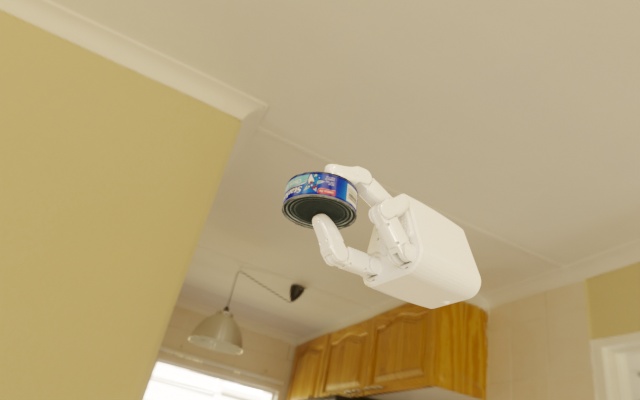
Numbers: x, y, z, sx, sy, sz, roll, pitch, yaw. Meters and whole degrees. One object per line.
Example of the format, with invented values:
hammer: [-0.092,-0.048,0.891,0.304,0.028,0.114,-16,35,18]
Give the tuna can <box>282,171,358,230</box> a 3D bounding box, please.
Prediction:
tuna can: [0.000,0.001,0.550,0.086,0.033,0.086,5,-28,3]
